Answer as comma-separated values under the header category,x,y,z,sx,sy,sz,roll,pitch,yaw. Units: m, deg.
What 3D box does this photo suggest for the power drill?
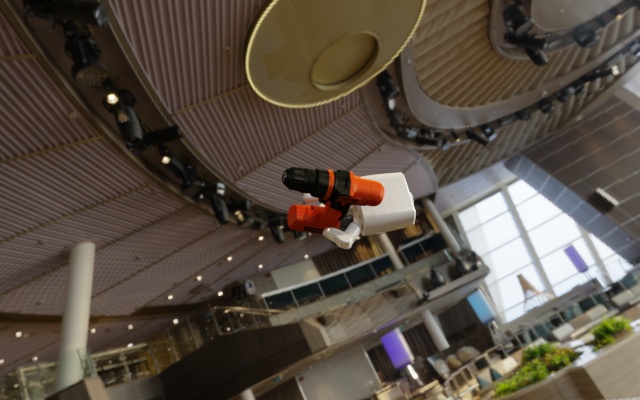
category,x,y,z,sx,sy,sz,roll,pitch,yaw
power drill,0.000,0.003,0.878,0.184,0.057,0.188,12,-26,-17
